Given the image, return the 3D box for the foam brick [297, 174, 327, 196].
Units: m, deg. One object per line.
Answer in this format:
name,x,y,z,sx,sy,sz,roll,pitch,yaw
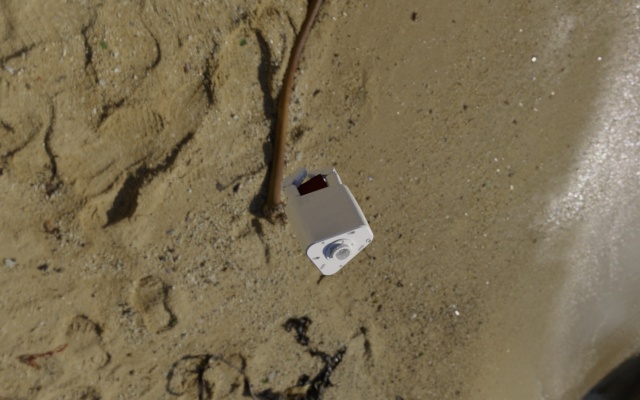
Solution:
foam brick,0.000,0.003,0.849,0.053,0.051,0.078,-30,-45,5
